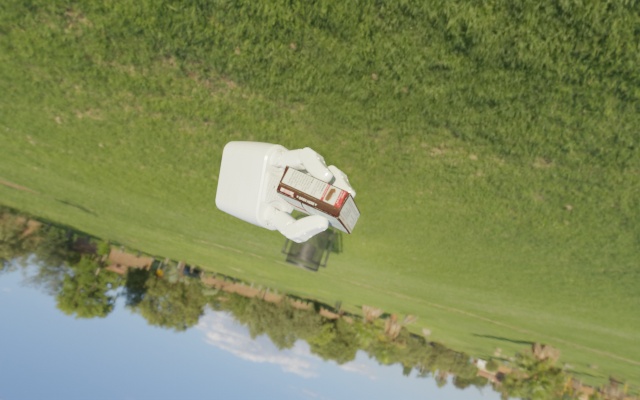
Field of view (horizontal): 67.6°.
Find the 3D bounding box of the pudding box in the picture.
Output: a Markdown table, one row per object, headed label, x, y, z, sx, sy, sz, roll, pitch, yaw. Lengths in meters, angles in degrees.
| label | x | y | z | sx | sy | sz | roll | pitch | yaw |
| --- | --- | --- | --- | --- | --- | --- | --- | --- | --- |
| pudding box | 0.000 | 0.002 | 0.619 | 0.090 | 0.039 | 0.113 | 23 | -7 | 15 |
